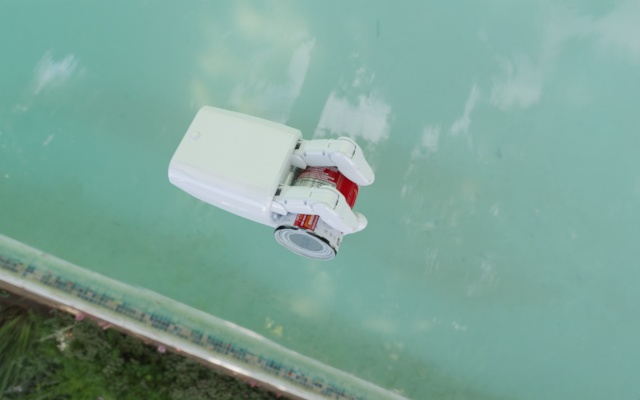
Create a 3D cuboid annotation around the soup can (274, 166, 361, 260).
[{"bbox_3d":[0.000,0.002,0.491,0.068,0.102,0.068,17,-26,8],"label":"soup can"}]
